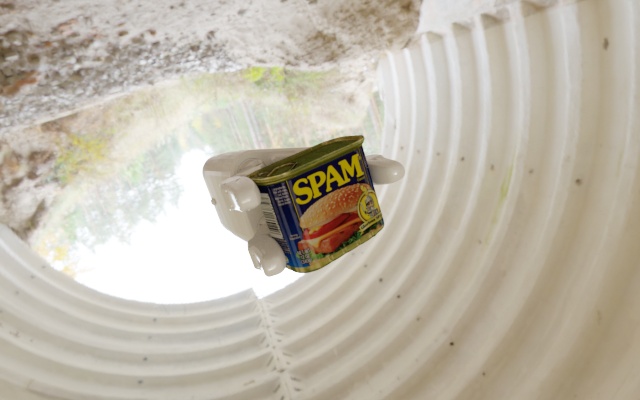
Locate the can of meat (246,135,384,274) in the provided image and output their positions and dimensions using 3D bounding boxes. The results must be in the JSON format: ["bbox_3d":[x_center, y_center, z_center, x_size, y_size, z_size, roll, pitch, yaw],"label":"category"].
[{"bbox_3d":[0.000,0.002,0.402,0.102,0.084,0.057,-27,17,-30],"label":"can of meat"}]
